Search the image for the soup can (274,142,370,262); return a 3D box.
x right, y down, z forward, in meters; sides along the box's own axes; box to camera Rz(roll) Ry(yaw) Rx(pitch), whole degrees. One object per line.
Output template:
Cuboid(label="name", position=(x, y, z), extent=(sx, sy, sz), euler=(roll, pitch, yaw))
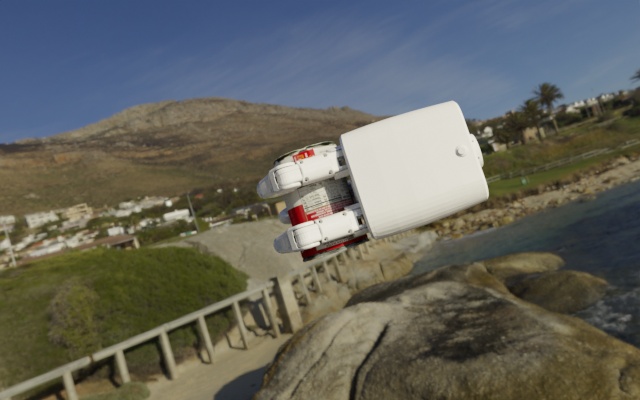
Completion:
Cuboid(label="soup can", position=(0.000, 0.001, 0.467), extent=(0.068, 0.102, 0.068), euler=(-18, -4, -1))
